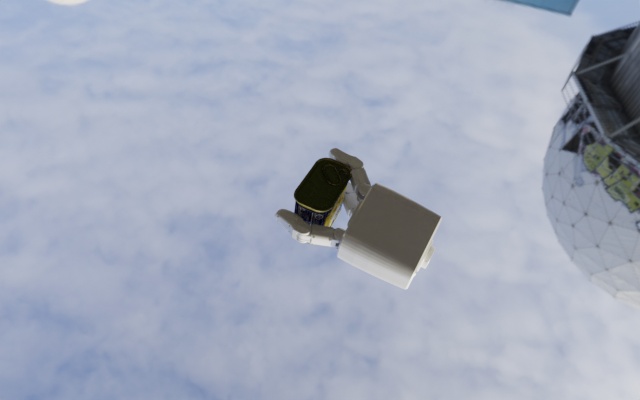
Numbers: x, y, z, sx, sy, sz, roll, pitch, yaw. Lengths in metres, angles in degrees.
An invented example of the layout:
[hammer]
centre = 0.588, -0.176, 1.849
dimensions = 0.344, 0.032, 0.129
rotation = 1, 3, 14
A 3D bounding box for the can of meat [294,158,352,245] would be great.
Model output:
[can of meat]
centre = 0.000, 0.003, 0.698
dimensions = 0.057, 0.102, 0.084
rotation = 24, -40, 12
